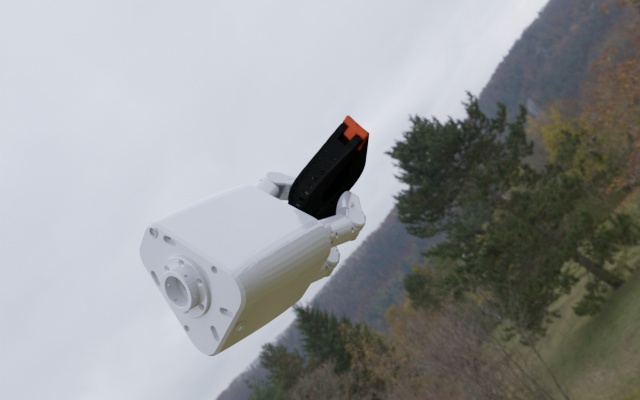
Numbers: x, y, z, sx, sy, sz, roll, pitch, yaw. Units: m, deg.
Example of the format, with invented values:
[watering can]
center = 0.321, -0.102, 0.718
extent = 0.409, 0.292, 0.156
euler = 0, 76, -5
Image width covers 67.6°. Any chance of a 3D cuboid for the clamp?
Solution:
[clamp]
center = 0.000, 0.001, 0.497
extent = 0.036, 0.210, 0.164
euler = 43, 36, 17
